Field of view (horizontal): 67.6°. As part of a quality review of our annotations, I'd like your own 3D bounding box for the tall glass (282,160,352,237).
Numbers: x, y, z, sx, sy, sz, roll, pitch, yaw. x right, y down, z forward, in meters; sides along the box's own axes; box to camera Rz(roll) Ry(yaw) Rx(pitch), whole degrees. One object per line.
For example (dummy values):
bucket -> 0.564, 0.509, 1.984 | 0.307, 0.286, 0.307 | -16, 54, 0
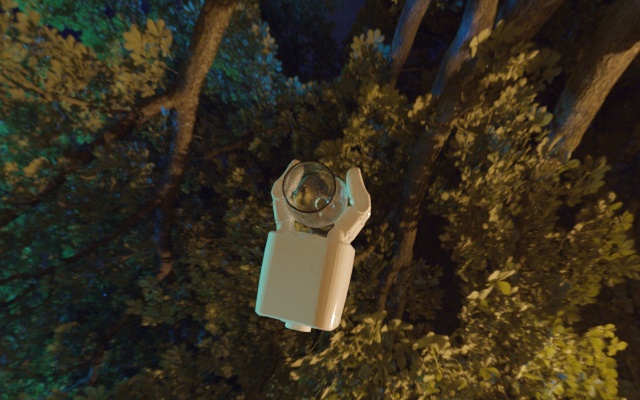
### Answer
tall glass -> 0.000, 0.002, 0.634 | 0.079, 0.079, 0.201 | 0, -11, 8
